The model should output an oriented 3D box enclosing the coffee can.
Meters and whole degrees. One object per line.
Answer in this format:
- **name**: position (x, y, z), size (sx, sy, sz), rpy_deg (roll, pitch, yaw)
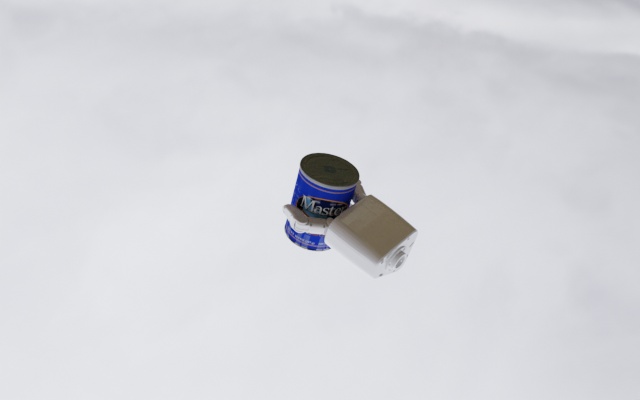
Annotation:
- **coffee can**: position (0.000, 0.003, 0.830), size (0.103, 0.140, 0.102), rpy_deg (11, 34, -8)
